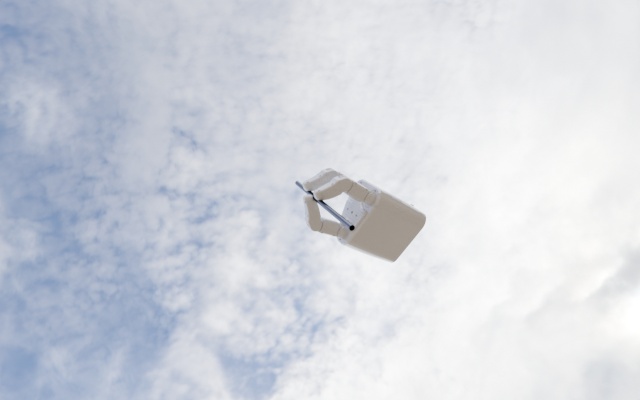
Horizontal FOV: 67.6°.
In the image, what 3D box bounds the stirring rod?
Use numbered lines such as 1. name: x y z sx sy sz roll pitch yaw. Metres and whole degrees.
1. stirring rod: 0.000 0.002 0.719 0.011 0.011 0.239 0 16 -20
